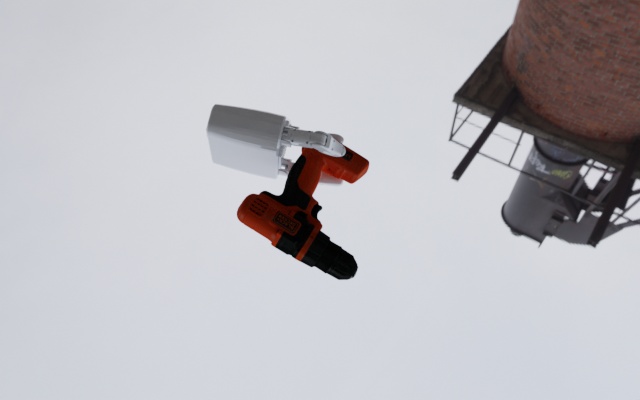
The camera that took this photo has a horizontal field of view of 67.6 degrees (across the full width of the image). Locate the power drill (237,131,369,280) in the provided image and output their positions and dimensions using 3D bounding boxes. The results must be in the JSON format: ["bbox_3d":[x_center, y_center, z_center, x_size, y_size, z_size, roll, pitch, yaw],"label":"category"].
[{"bbox_3d":[0.000,0.002,0.688,0.184,0.187,0.057,32,-32,-2],"label":"power drill"}]
